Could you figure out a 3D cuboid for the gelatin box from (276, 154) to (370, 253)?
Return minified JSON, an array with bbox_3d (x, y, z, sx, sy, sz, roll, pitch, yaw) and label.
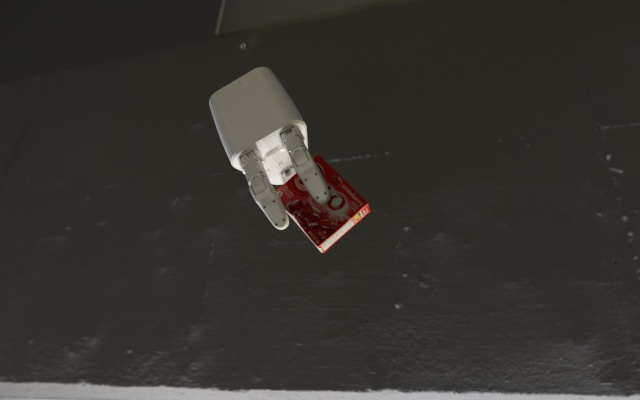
[{"bbox_3d":[0.000,0.002,0.540,0.073,0.089,0.030,-41,-24,-4],"label":"gelatin box"}]
